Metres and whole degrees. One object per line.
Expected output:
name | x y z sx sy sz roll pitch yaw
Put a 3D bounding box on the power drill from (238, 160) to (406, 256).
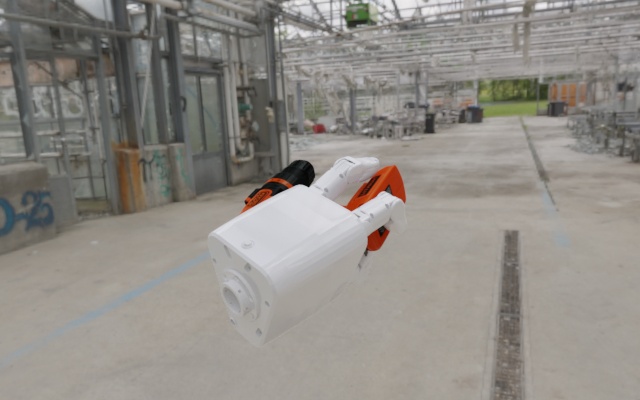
power drill | 0.000 0.002 0.562 0.187 0.057 0.184 -4 33 33
